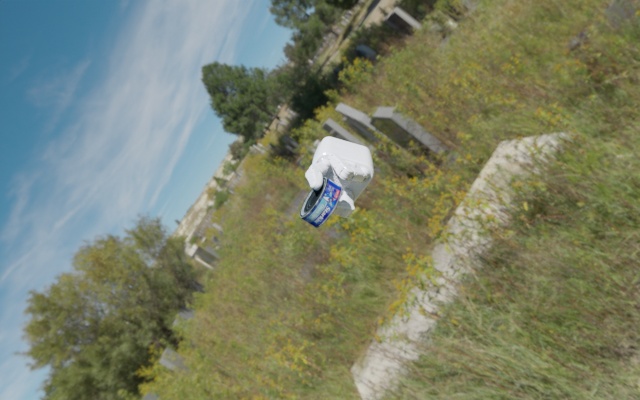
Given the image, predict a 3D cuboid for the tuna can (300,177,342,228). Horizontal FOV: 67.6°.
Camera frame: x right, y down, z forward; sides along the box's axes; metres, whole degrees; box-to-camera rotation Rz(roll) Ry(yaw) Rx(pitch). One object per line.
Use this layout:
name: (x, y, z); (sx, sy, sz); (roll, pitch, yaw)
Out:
tuna can: (0.000, 0.002, 0.836); (0.034, 0.086, 0.086); (32, -10, -15)
